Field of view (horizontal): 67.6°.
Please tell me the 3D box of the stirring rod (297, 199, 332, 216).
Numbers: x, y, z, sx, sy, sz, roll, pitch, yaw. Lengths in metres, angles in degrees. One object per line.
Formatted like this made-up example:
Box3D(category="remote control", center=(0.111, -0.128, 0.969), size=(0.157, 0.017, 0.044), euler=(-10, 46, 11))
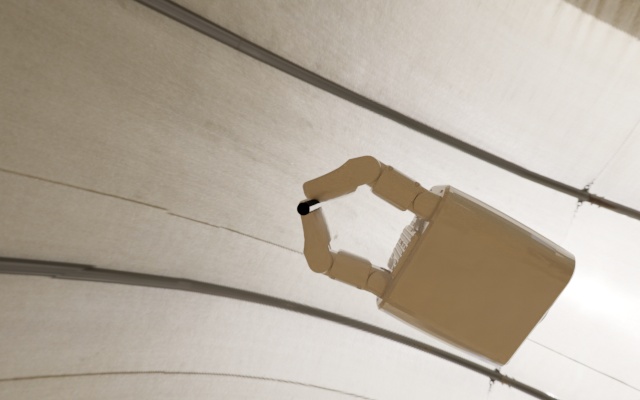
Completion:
Box3D(category="stirring rod", center=(0.000, 0.001, 0.403), size=(0.011, 0.011, 0.239), euler=(0, 2, 5))
